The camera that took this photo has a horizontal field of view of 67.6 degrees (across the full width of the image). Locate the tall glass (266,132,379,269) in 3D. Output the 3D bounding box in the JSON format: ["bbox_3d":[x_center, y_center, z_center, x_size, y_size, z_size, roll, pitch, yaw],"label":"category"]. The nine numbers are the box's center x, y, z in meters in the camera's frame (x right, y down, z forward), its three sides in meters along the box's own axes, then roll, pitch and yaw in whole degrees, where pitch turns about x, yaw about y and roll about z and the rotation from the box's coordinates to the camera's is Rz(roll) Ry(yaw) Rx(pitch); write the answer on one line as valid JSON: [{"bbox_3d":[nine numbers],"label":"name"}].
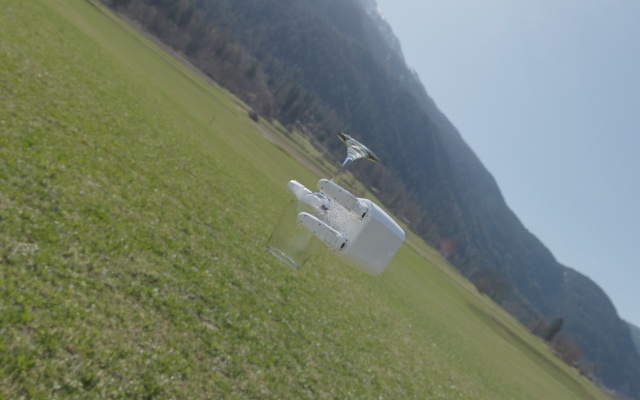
[{"bbox_3d":[0.000,0.002,0.711,0.079,0.201,0.079,35,-1,0],"label":"tall glass"}]
